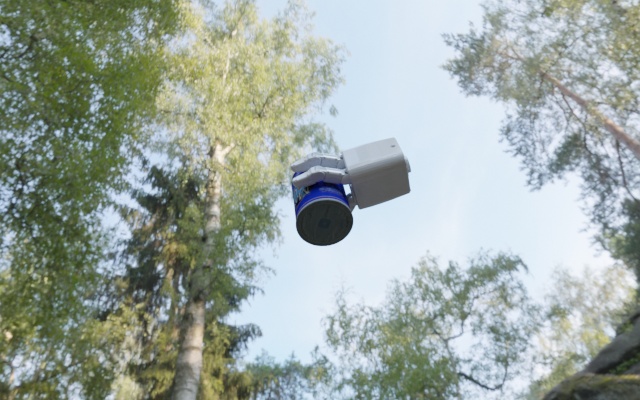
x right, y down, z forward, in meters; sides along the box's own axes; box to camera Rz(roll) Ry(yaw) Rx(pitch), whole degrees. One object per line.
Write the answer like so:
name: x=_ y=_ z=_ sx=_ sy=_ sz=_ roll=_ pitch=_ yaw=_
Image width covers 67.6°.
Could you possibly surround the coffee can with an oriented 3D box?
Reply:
coffee can: x=0.000 y=0.003 z=0.895 sx=0.103 sy=0.103 sz=0.140 roll=0 pitch=34 yaw=-8
